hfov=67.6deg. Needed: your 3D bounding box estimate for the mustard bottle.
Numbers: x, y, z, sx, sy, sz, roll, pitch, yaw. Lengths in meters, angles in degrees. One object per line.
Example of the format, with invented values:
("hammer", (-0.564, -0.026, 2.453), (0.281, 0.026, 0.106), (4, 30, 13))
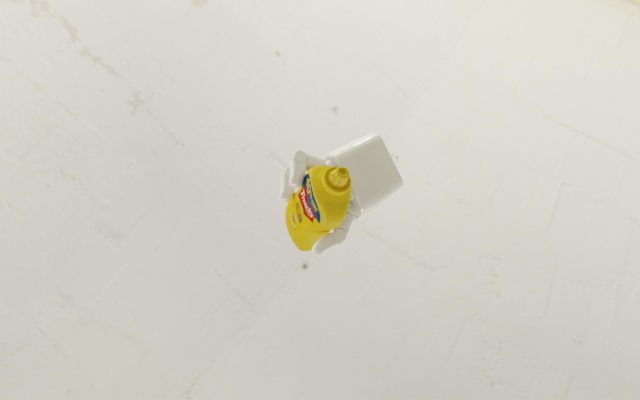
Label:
("mustard bottle", (0.000, 0.003, 0.723), (0.058, 0.096, 0.192), (-5, -23, -23))
